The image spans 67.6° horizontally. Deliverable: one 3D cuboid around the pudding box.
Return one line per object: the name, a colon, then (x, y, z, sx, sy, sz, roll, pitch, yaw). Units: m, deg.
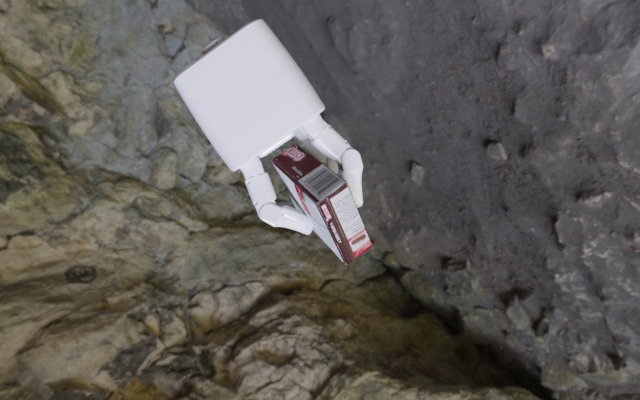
pudding box: (0.000, 0.002, 0.497, 0.039, 0.090, 0.113, -33, 37, -9)
